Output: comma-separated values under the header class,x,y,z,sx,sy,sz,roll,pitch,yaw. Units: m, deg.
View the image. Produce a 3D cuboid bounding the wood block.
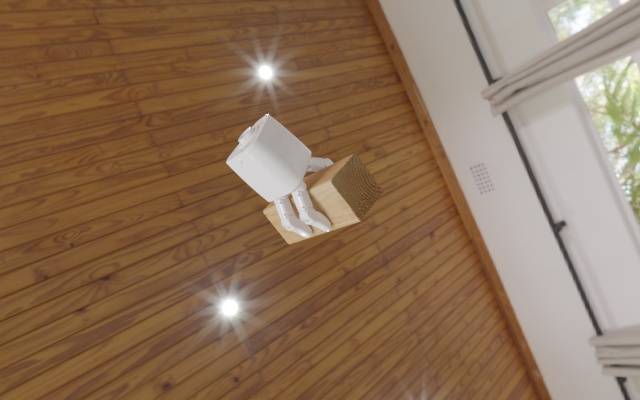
class,x,y,z,sx,sy,sz,roll,pitch,yaw
wood block,0.000,0.002,0.882,0.206,0.090,0.090,-22,21,48
